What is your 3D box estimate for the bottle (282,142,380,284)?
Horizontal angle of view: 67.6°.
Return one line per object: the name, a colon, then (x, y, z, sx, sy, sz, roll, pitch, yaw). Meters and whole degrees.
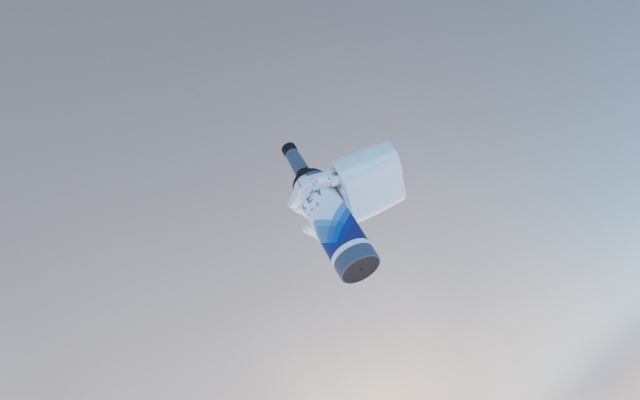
bottle: (0.000, 0.003, 0.796, 0.069, 0.069, 0.295, 0, 43, -34)
